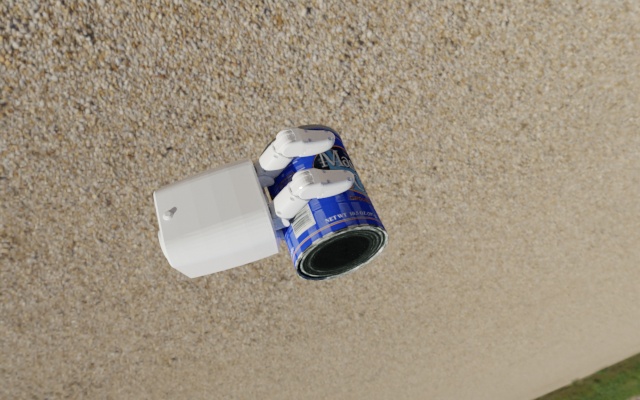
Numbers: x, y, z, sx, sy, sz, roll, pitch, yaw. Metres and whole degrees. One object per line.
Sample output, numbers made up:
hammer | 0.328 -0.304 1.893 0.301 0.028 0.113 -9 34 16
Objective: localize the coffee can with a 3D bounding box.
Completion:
coffee can | 0.000 0.002 0.525 0.103 0.140 0.103 -16 -32 -11
